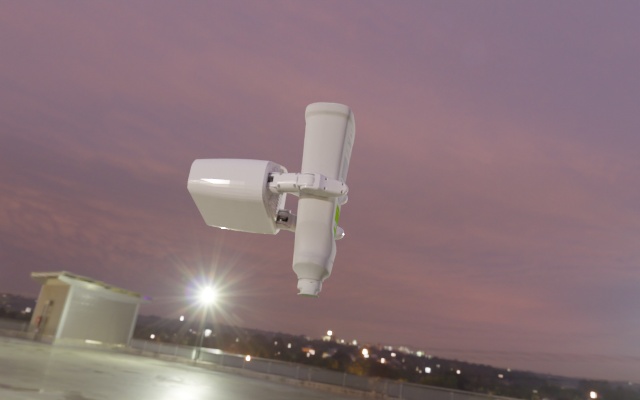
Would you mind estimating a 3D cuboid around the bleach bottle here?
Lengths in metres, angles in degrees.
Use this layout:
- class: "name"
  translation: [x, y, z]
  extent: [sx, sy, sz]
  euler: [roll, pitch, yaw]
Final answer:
- class: "bleach bottle"
  translation: [0.000, 0.002, 0.644]
  extent: [0.068, 0.250, 0.103]
  euler: [5, -19, 11]
